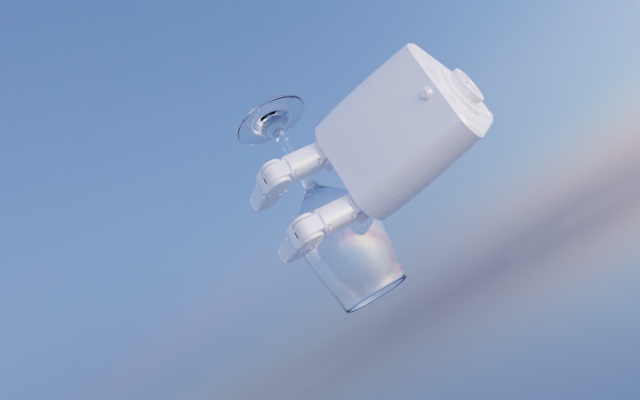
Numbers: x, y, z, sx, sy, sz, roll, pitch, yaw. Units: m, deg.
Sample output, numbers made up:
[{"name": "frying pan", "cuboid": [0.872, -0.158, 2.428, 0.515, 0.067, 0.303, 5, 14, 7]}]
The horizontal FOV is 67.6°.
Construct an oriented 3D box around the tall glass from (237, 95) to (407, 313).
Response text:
[{"name": "tall glass", "cuboid": [0.000, 0.001, 0.445, 0.079, 0.201, 0.079, -28, -17, -9]}]
